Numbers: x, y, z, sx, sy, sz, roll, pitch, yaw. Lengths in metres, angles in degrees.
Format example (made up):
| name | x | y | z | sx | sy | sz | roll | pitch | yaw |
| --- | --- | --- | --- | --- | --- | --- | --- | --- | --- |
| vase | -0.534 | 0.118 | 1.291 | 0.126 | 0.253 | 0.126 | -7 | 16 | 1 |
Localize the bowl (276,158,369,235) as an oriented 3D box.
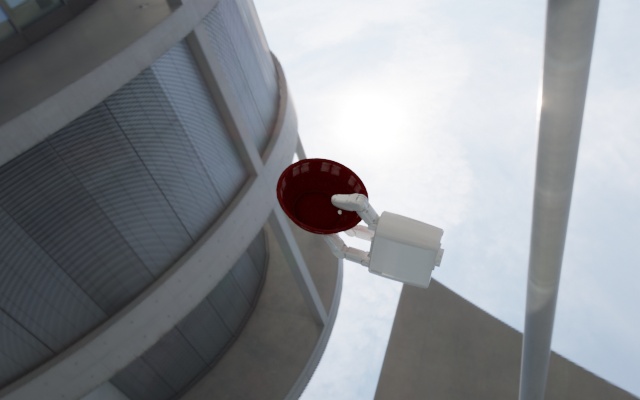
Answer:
| name | x | y | z | sx | sy | sz | roll | pitch | yaw |
| --- | --- | --- | --- | --- | --- | --- | --- | --- | --- |
| bowl | -0.001 | 0.002 | 0.835 | 0.162 | 0.162 | 0.055 | 0 | -36 | -14 |
